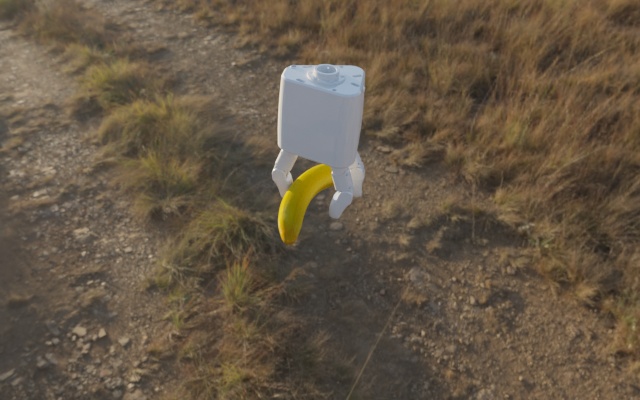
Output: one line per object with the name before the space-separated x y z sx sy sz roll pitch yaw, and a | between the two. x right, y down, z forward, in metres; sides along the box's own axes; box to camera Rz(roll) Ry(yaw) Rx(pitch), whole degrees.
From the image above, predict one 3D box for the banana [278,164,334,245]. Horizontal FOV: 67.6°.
banana | -0.013 -0.008 0.709 0.069 0.037 0.197 31 44 18
